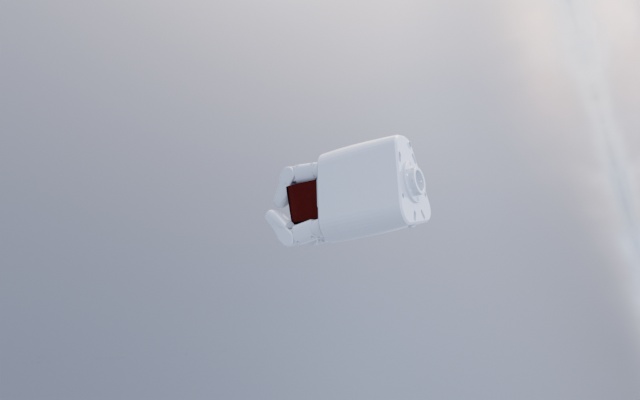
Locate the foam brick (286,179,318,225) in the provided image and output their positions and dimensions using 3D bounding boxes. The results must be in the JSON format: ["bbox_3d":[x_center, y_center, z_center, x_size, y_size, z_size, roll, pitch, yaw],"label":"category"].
[{"bbox_3d":[0.000,0.002,0.629,0.051,0.053,0.078,-12,-4,31],"label":"foam brick"}]
